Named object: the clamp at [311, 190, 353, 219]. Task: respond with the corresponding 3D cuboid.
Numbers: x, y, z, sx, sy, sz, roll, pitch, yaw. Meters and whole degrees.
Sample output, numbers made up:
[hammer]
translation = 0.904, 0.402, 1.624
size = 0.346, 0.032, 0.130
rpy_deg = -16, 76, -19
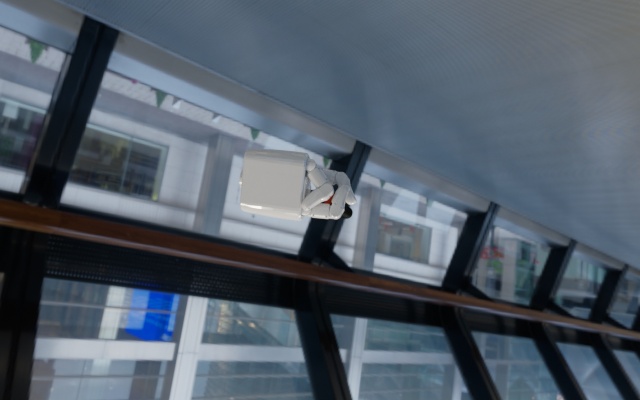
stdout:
[clamp]
translation = 0.000, 0.004, 0.898
size = 0.120, 0.039, 0.171
rpy_deg = 7, -10, 6
